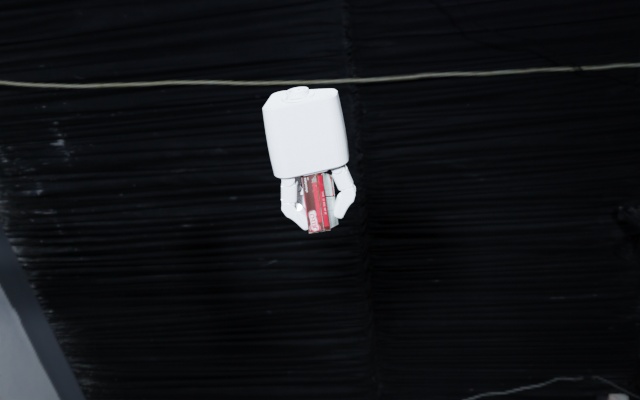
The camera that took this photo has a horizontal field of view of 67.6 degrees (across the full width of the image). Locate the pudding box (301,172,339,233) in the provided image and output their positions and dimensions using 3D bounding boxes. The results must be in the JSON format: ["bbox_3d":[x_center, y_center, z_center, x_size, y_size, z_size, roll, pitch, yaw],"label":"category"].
[{"bbox_3d":[0.000,0.002,0.757,0.039,0.090,0.113,-7,-1,10],"label":"pudding box"}]
